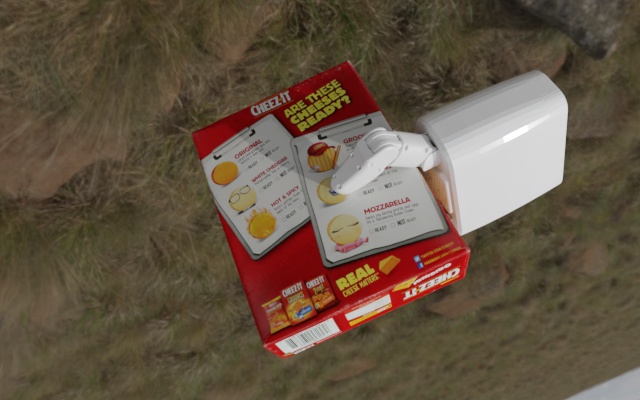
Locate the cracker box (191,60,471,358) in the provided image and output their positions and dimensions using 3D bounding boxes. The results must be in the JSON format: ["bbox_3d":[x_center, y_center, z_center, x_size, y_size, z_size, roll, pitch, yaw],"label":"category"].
[{"bbox_3d":[0.000,0.001,0.413,0.164,0.213,0.072,-25,-30,-1],"label":"cracker box"}]
